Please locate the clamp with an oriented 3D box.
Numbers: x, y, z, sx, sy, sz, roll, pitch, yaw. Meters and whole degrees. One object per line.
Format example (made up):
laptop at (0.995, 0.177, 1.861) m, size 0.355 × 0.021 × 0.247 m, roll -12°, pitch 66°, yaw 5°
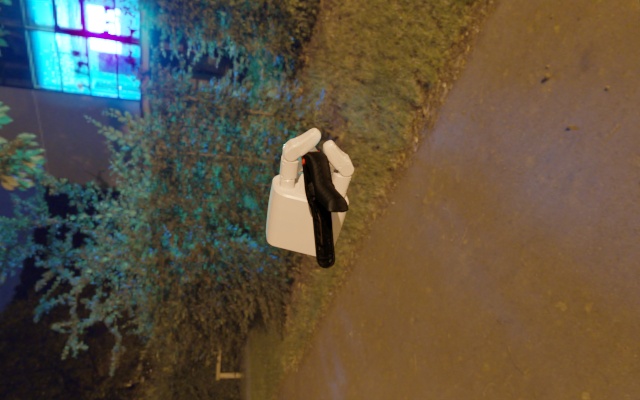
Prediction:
clamp at (-0.001, 0.002, 0.638) m, size 0.039 × 0.120 × 0.171 m, roll 4°, pitch 36°, yaw -15°
